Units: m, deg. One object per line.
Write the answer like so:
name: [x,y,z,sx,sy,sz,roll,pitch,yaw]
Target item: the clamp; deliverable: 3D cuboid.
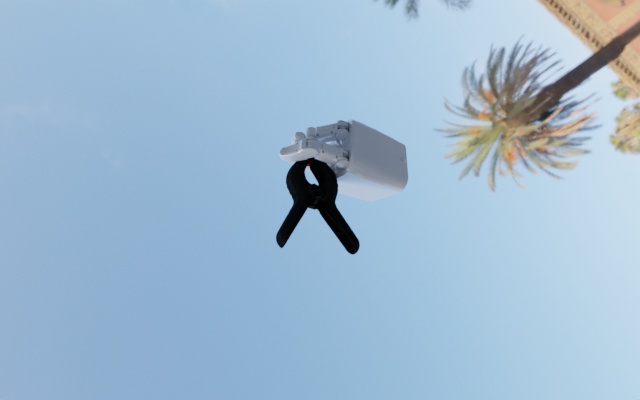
clamp: [0.000,0.002,0.682,0.120,0.171,0.039,19,-35,-23]
